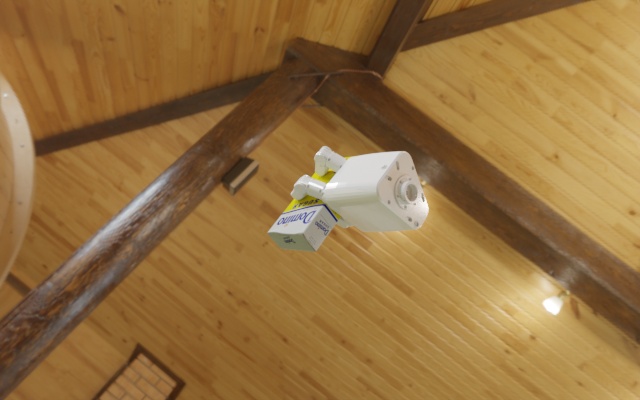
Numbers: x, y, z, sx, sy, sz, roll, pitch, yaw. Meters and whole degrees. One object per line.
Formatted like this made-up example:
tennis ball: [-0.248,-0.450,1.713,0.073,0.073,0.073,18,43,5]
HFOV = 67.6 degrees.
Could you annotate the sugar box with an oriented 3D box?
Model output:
sugar box: [0.000,0.002,0.770,0.093,0.048,0.176,-3,40,49]
